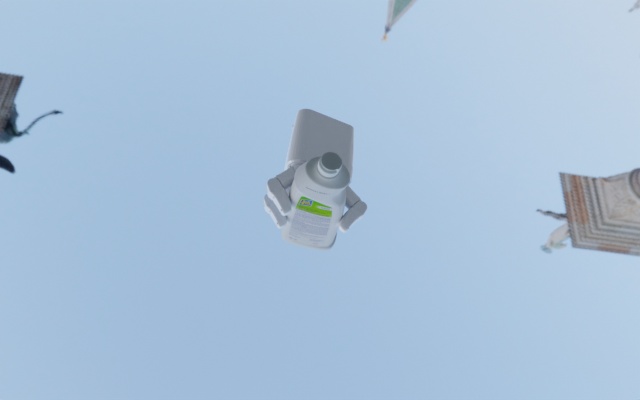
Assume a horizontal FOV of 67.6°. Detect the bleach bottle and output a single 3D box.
[{"bbox_3d":[0.000,0.002,0.743,0.102,0.068,0.251,11,-27,-6],"label":"bleach bottle"}]
